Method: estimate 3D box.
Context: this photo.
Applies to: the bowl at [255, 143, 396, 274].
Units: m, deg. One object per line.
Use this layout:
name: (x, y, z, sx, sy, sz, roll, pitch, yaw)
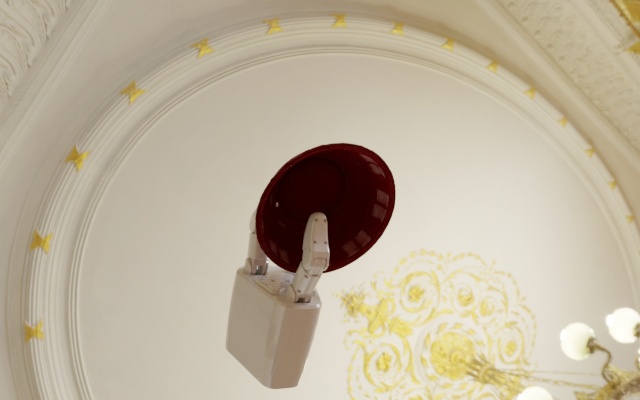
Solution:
bowl: (0.001, 0.000, 0.530, 0.162, 0.162, 0.055, 0, 29, -24)
